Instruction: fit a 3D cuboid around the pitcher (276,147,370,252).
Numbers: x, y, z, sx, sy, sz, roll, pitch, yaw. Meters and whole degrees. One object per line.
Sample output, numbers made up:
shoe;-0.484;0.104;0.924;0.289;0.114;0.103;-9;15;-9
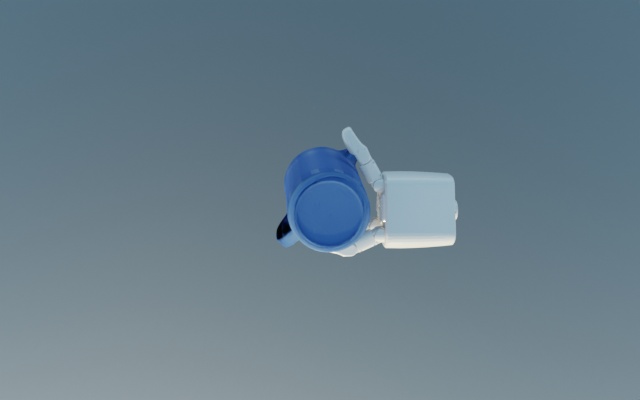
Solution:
pitcher;0.000;0.002;0.724;0.145;0.149;0.242;-1;11;-2
